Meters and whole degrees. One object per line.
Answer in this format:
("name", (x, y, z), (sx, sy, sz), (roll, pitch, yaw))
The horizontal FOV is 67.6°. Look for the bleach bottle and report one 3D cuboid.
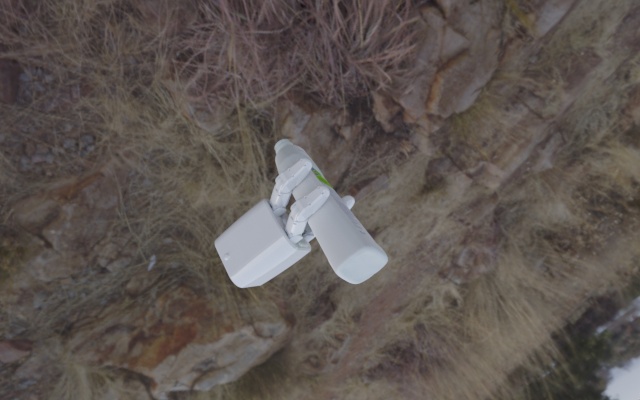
("bleach bottle", (0.000, 0.002, 0.721), (0.068, 0.250, 0.103), (-38, -32, 8))
